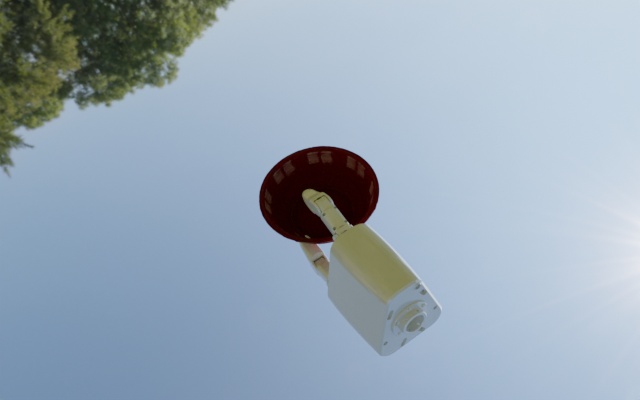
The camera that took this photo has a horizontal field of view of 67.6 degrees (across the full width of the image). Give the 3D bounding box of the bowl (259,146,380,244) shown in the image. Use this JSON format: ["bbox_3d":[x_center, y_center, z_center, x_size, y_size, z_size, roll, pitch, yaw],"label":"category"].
[{"bbox_3d":[0.000,0.001,0.655,0.162,0.162,0.055,0,-35,8],"label":"bowl"}]
